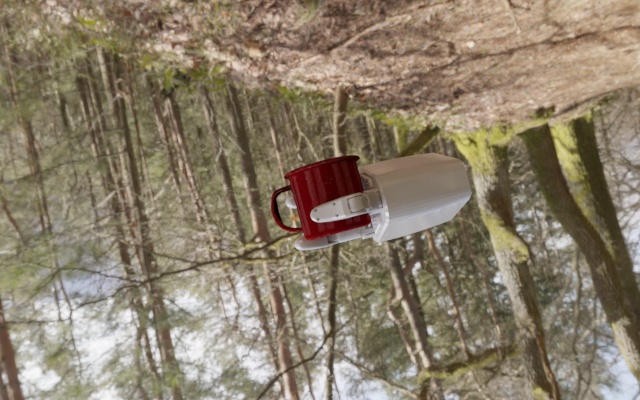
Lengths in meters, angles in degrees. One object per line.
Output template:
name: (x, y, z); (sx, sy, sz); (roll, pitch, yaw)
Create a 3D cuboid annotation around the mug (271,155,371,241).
mug: (-0.001, 0.002, 0.561); (0.117, 0.081, 0.093); (-14, -4, -6)
